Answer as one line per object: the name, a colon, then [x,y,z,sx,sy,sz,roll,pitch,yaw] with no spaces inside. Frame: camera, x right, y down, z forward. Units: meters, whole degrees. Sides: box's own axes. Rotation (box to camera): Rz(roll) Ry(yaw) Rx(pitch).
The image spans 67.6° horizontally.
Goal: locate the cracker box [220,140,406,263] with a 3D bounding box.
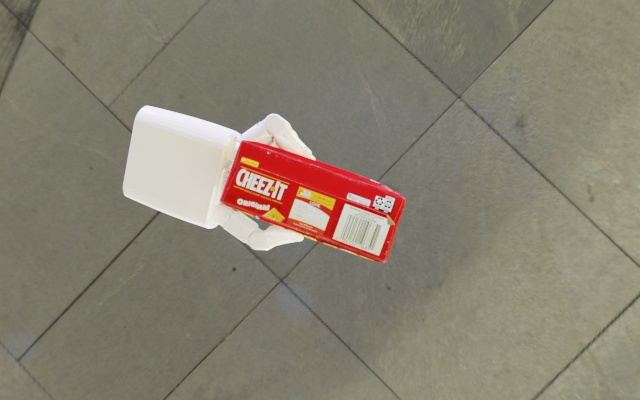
cracker box: [0.000,0.002,0.535,0.164,0.072,0.214,19,0,4]
